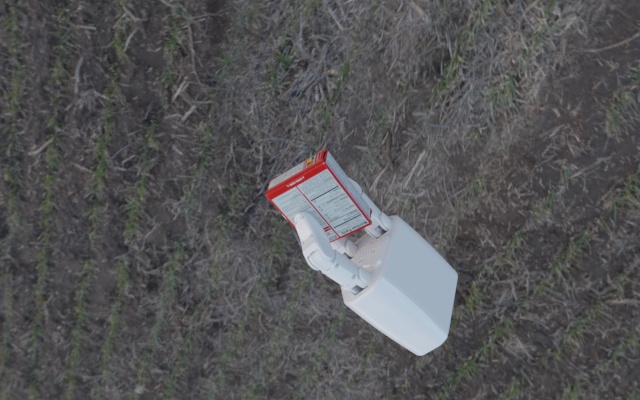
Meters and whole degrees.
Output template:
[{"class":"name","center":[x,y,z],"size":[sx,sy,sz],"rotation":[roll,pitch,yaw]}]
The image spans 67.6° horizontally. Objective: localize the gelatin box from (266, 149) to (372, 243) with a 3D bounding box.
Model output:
[{"class":"gelatin box","center":[0.000,0.002,0.489],"size":[0.073,0.089,0.030],"rotation":[-28,28,24]}]
